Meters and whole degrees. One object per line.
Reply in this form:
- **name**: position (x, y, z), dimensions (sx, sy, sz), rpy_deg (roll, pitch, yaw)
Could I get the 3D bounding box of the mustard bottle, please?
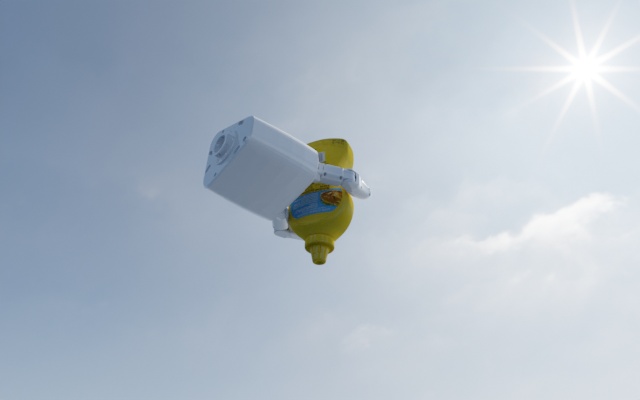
- **mustard bottle**: position (0.000, 0.002, 0.684), dimensions (0.096, 0.191, 0.058), rpy_deg (-12, -36, 20)
